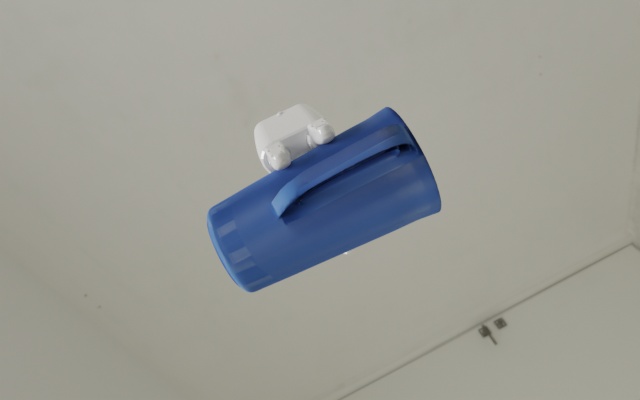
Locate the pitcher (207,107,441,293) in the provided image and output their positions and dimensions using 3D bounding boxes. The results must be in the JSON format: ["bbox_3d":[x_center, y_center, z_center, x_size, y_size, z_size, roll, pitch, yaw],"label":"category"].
[{"bbox_3d":[0.000,0.002,0.532,0.243,0.149,0.145,-27,30,-1],"label":"pitcher"}]
